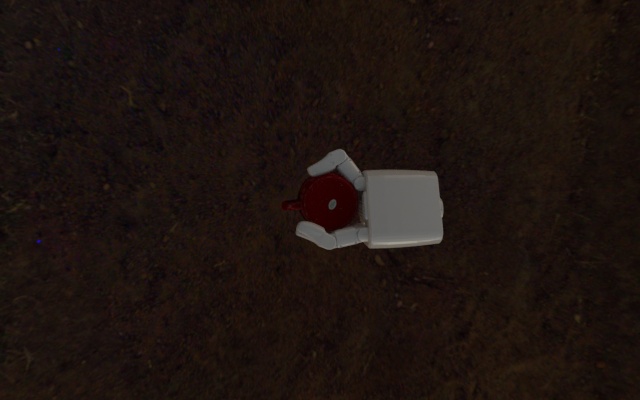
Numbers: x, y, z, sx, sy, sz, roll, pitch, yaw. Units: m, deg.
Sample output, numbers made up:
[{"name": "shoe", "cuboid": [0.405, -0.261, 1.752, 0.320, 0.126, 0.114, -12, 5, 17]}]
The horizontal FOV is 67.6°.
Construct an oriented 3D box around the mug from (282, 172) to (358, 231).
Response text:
[{"name": "mug", "cuboid": [-0.001, 0.002, 0.716, 0.117, 0.093, 0.081, -3, 3, -4]}]
